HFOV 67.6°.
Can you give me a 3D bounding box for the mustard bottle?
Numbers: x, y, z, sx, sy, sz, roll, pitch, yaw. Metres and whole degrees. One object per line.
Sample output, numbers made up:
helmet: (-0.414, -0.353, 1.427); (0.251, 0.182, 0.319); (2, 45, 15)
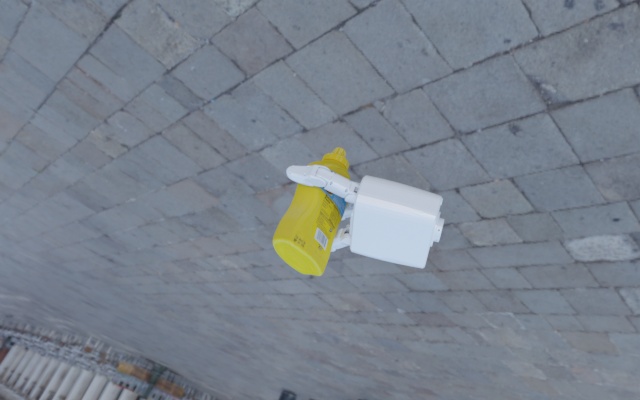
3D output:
mustard bottle: (0.000, 0.002, 0.677); (0.058, 0.191, 0.096); (0, -35, 34)
